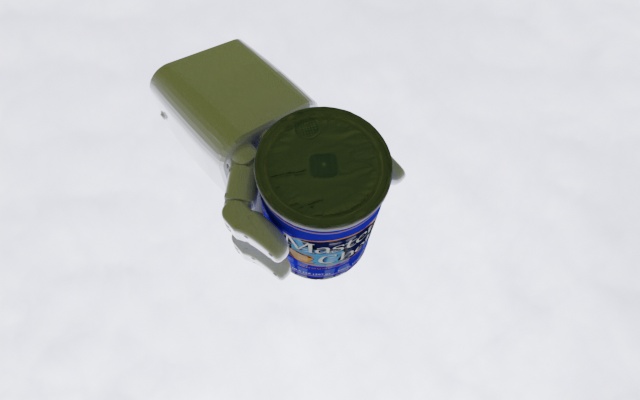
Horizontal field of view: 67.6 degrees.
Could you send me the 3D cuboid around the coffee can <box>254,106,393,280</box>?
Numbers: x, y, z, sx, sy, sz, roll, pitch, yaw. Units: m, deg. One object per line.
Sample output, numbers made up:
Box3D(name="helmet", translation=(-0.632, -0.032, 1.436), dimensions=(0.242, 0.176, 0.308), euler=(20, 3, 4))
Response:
Box3D(name="coffee can", translation=(0.000, 0.001, 0.414), dimensions=(0.103, 0.102, 0.140), euler=(0, -24, -2))
